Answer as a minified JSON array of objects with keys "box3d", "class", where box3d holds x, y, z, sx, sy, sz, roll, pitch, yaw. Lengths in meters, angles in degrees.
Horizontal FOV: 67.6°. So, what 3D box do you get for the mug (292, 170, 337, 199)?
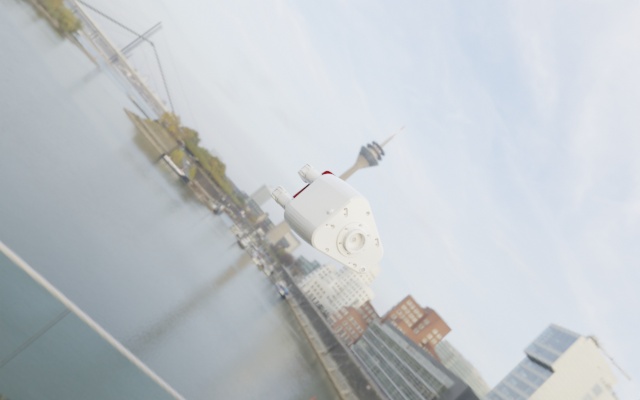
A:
[{"box3d":[0.000,0.002,0.776,0.081,0.093,0.117,-39,29,-6],"class":"mug"}]
